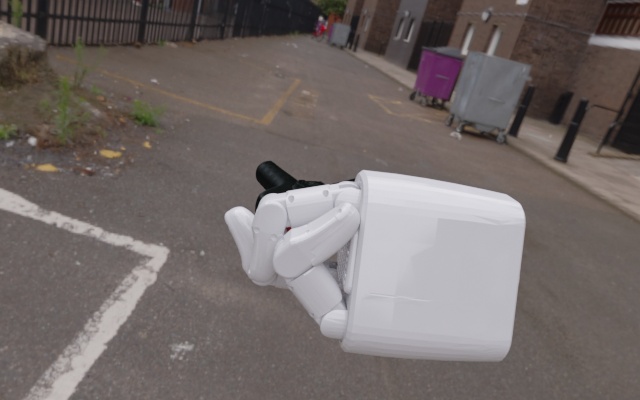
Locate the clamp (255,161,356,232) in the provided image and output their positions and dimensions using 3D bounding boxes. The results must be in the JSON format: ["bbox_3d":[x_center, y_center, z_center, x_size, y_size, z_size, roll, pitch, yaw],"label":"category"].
[{"bbox_3d":[0.000,0.001,0.407,0.120,0.039,0.171,0,21,-3],"label":"clamp"}]
